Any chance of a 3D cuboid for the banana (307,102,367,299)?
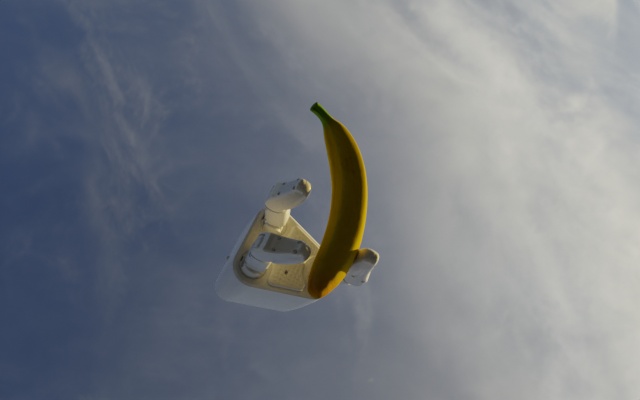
[{"bbox_3d":[0.017,0.001,0.475,0.069,0.197,0.037,10,-23,-26],"label":"banana"}]
